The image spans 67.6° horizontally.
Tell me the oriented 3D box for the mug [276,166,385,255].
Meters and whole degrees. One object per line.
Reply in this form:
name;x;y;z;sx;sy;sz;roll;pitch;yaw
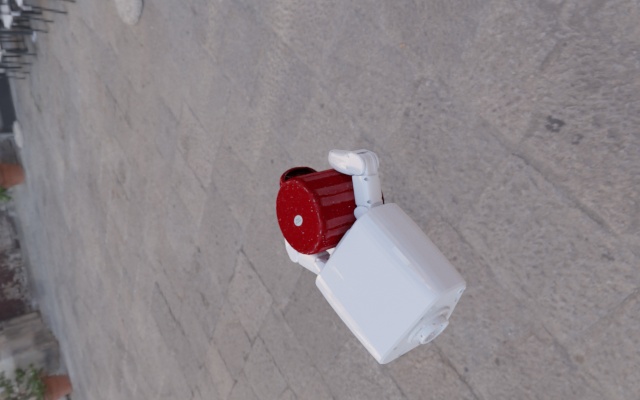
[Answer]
mug;-0.001;0.001;0.512;0.081;0.093;0.117;-15;50;-37
